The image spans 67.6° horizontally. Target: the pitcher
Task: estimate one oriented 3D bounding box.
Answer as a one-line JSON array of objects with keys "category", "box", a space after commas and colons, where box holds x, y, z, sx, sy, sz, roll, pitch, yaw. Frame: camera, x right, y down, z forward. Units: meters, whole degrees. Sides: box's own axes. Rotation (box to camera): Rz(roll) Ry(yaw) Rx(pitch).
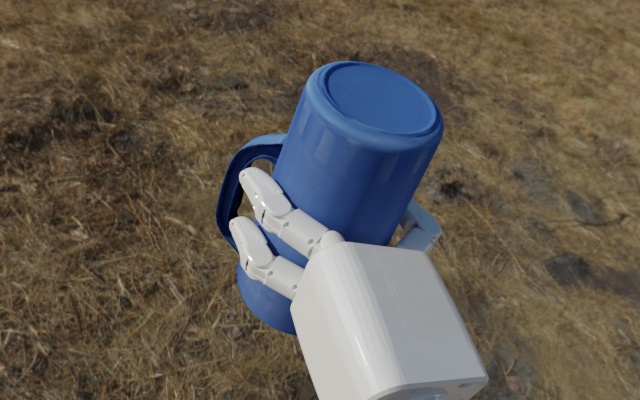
[{"category": "pitcher", "box": [0.000, 0.002, 0.427, 0.149, 0.145, 0.243, -3, -42, -24]}]
